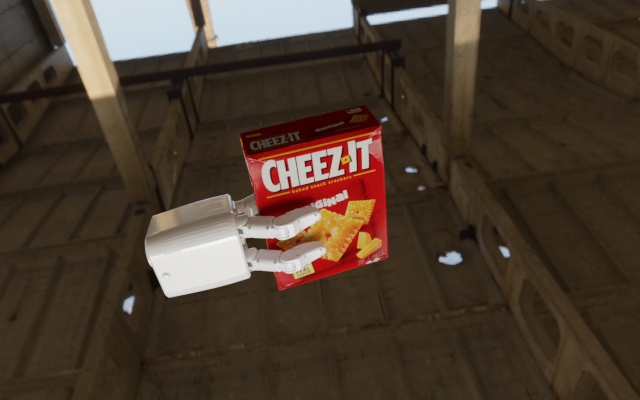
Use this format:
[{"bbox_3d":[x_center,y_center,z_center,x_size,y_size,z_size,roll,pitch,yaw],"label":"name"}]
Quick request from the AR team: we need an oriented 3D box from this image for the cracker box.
[{"bbox_3d":[0.000,0.002,0.622,0.164,0.214,0.072,-15,36,-9],"label":"cracker box"}]
